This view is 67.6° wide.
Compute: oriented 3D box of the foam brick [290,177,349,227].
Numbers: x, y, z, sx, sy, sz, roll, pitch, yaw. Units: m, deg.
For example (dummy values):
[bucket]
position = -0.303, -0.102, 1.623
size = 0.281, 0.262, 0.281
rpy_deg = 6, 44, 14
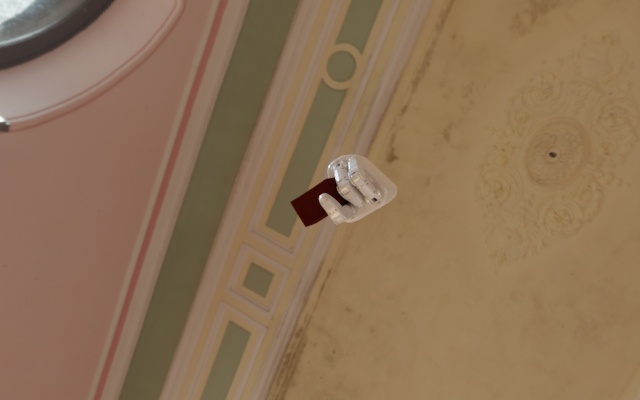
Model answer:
[foam brick]
position = 0.000, 0.003, 0.816
size = 0.078, 0.053, 0.051
rpy_deg = -32, -6, 20
